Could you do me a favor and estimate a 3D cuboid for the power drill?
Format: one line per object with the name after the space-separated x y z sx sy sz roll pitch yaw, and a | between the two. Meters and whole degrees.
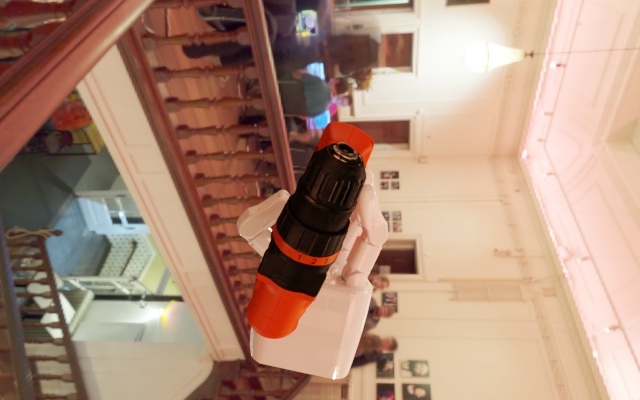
0.000 0.001 0.414 0.057 0.184 0.187 26 34 0 | power drill
